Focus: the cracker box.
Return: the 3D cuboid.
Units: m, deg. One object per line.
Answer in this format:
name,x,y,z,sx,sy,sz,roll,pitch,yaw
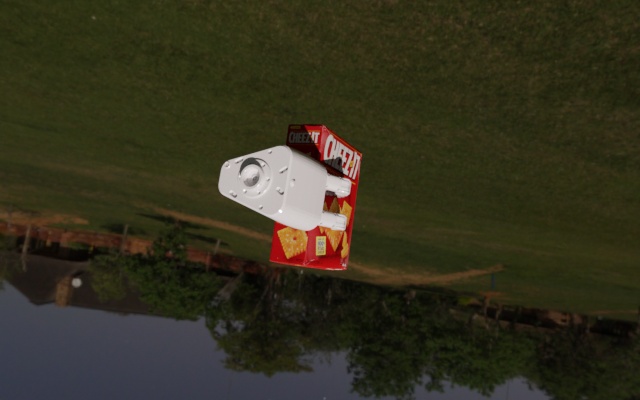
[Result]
cracker box,0.000,0.003,0.779,0.072,0.213,0.164,5,-8,27
